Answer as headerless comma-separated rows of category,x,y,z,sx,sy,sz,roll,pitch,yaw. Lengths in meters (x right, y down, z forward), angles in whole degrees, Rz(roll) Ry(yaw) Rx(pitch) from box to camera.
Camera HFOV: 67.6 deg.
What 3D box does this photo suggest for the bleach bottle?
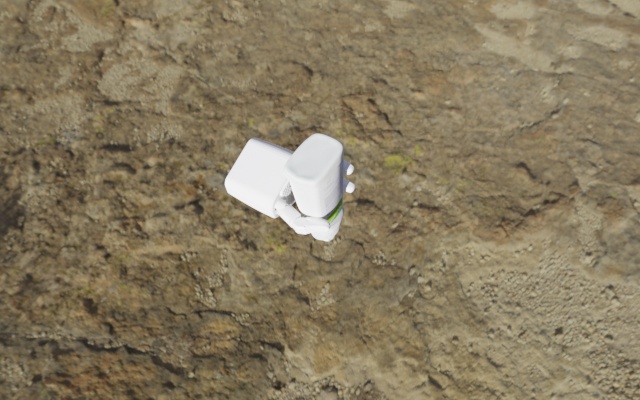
bleach bottle,0.000,0.003,0.824,0.068,0.102,0.251,27,-28,21
